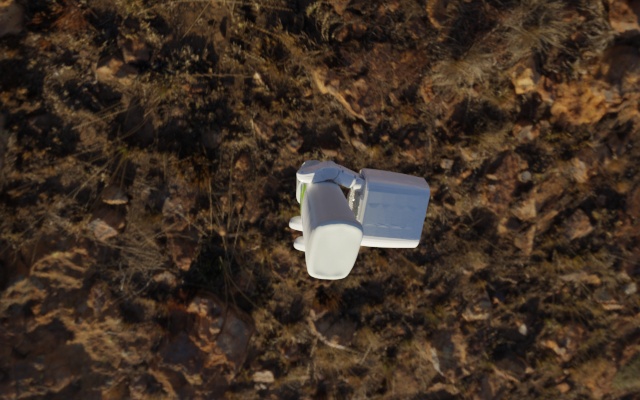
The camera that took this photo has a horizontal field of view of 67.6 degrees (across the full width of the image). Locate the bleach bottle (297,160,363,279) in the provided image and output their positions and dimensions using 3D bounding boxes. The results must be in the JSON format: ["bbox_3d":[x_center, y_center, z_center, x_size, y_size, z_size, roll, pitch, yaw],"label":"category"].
[{"bbox_3d":[0.000,0.002,0.730,0.068,0.103,0.250,6,31,-14],"label":"bleach bottle"}]
